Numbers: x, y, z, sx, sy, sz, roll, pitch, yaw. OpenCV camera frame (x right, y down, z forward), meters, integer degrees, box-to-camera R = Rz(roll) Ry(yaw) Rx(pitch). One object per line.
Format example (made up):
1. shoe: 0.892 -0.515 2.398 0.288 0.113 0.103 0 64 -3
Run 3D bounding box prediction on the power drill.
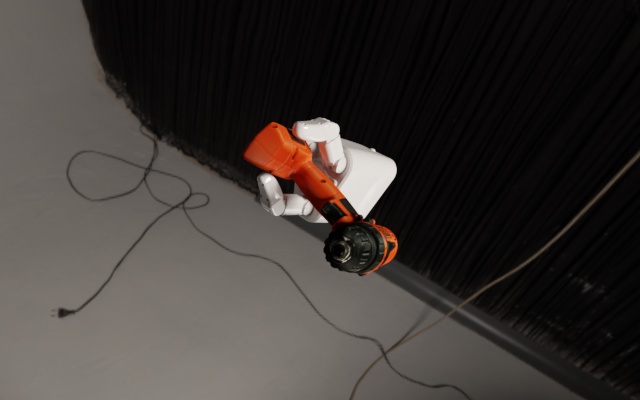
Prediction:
1. power drill: 0.000 0.001 0.512 0.057 0.187 0.184 -44 -16 9
